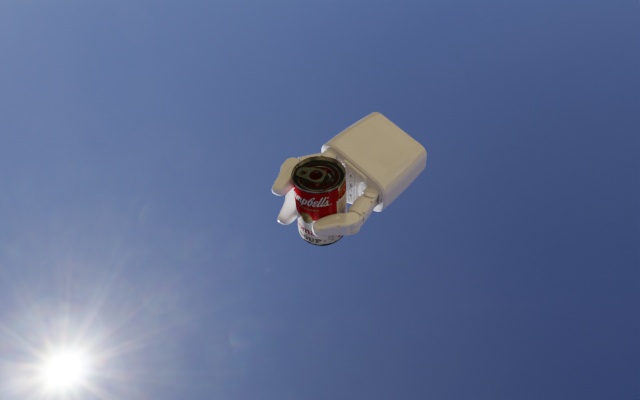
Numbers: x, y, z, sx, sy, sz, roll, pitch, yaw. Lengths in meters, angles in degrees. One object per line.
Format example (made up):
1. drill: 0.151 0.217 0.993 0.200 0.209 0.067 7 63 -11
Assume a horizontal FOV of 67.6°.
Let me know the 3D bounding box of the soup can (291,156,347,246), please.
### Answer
1. soup can: 0.000 0.003 0.624 0.068 0.102 0.068 -2 45 2
